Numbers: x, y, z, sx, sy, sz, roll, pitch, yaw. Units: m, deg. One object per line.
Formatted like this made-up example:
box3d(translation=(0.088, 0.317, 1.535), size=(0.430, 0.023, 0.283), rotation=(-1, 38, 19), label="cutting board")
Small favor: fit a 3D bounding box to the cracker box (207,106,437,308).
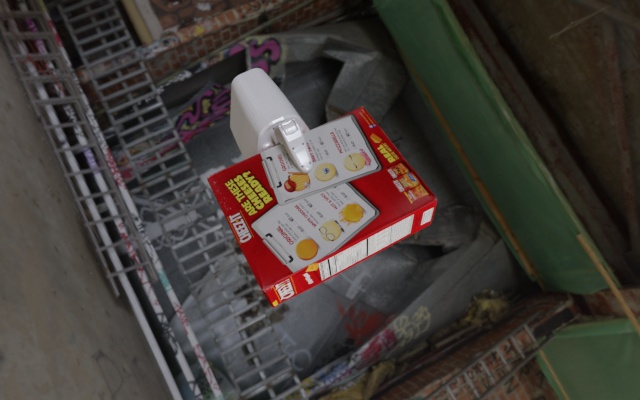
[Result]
box3d(translation=(0.000, 0.002, 0.564), size=(0.213, 0.164, 0.072), rotation=(-27, -31, -10), label="cracker box")
